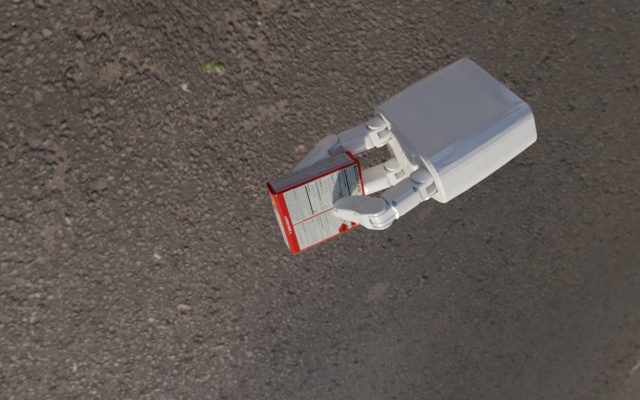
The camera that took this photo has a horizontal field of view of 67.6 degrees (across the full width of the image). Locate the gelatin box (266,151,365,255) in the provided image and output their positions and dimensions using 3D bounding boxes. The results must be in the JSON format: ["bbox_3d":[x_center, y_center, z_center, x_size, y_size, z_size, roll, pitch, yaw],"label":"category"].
[{"bbox_3d":[0.000,0.002,0.466,0.089,0.073,0.030,-23,35,-13],"label":"gelatin box"}]
